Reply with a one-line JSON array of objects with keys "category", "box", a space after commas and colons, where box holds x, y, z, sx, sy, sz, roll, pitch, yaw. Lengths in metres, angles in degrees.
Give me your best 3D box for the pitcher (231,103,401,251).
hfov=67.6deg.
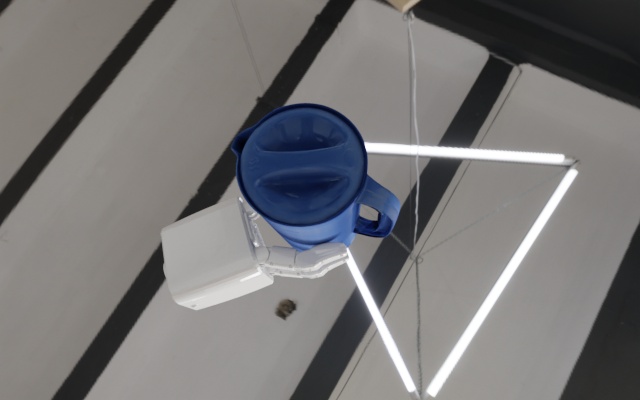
[{"category": "pitcher", "box": [0.000, 0.002, 0.579, 0.145, 0.149, 0.243, -22, -19, -2]}]
